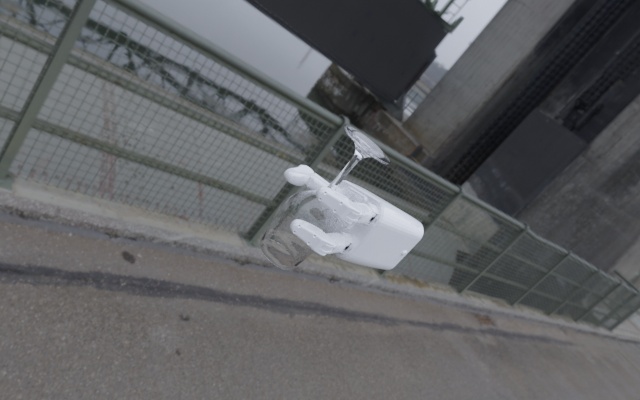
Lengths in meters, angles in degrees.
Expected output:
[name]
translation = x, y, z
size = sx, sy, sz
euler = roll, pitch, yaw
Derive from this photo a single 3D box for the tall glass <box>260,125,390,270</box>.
[tall glass]
translation = 0.000, 0.001, 0.633
size = 0.079, 0.201, 0.079
euler = 35, 19, -14
